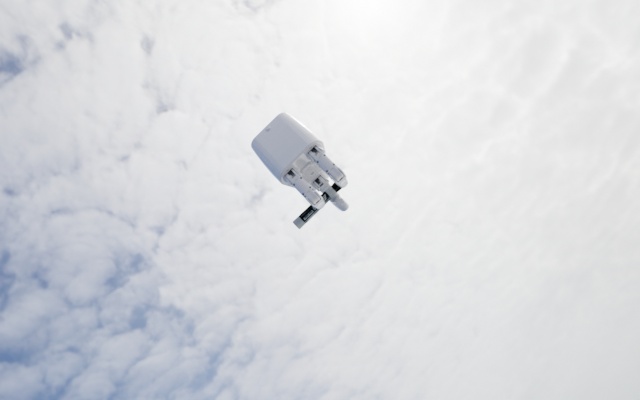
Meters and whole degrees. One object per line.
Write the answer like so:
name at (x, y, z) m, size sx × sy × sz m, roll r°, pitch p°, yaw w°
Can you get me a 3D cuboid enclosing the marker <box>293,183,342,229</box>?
marker at (0.000, 0.003, 0.842) m, size 0.121 × 0.020 × 0.020 m, roll -44°, pitch 0°, yaw -1°
